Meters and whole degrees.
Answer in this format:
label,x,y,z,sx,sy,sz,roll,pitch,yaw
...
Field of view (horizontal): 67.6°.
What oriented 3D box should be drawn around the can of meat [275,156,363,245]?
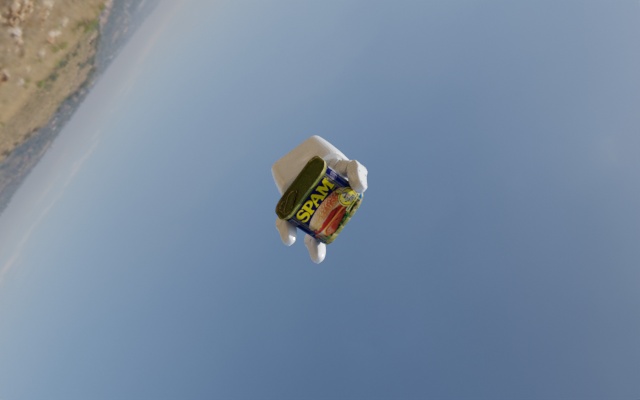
label,x,y,z,sx,sy,sz,roll,pitch,yaw
can of meat,0.000,0.002,0.684,0.084,0.102,0.057,35,5,-28
